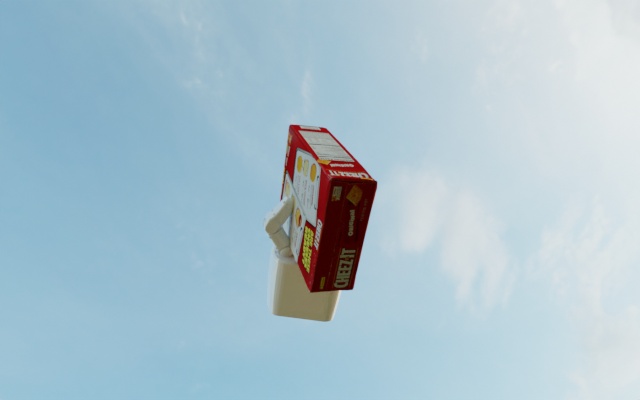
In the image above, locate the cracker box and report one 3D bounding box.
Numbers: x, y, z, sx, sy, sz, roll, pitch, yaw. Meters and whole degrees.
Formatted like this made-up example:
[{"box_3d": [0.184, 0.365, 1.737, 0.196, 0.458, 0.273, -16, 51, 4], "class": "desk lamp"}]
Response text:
[{"box_3d": [0.000, 0.002, 0.684, 0.072, 0.164, 0.213, 1, 26, -19], "class": "cracker box"}]
